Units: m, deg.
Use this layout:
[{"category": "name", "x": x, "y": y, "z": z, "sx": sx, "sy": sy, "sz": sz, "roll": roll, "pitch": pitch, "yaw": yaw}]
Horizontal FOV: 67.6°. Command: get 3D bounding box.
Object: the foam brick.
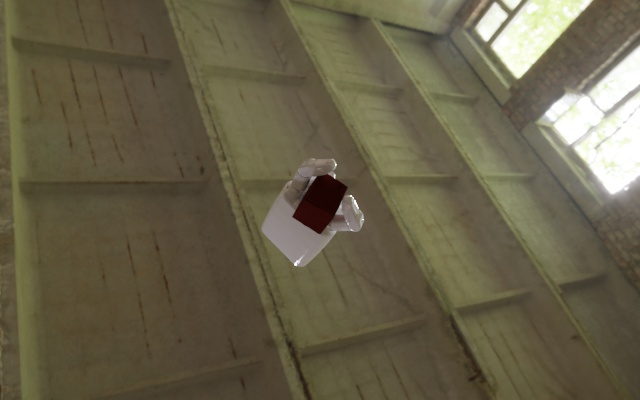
[{"category": "foam brick", "x": 0.000, "y": 0.002, "z": 0.739, "sx": 0.053, "sy": 0.051, "sz": 0.078, "roll": 33, "pitch": 42, "yaw": -4}]
